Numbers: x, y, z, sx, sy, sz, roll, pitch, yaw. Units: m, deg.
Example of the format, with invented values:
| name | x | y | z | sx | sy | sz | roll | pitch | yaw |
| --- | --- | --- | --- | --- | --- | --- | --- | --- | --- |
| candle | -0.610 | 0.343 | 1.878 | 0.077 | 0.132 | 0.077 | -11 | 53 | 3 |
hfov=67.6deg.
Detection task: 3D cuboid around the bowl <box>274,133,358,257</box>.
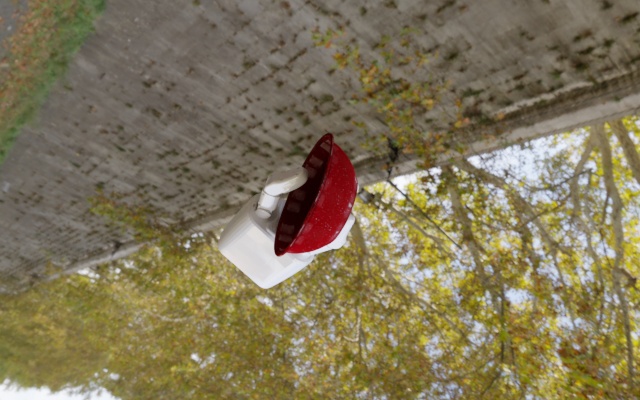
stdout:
| name | x | y | z | sx | sy | sz | roll | pitch | yaw |
| --- | --- | --- | --- | --- | --- | --- | --- | --- | --- |
| bowl | 0.001 | 0.002 | 0.582 | 0.055 | 0.162 | 0.162 | 23 | -6 | -13 |
